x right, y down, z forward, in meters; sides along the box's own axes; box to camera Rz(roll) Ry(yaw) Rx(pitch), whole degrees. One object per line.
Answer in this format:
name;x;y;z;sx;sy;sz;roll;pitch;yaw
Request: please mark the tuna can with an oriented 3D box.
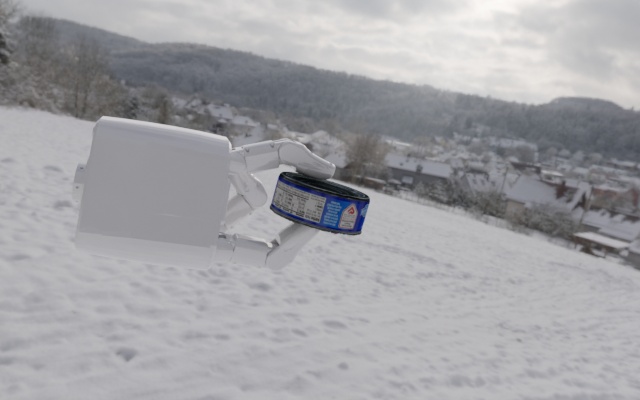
tuna can;0.000;0.001;0.426;0.086;0.034;0.086;16;8;-2
